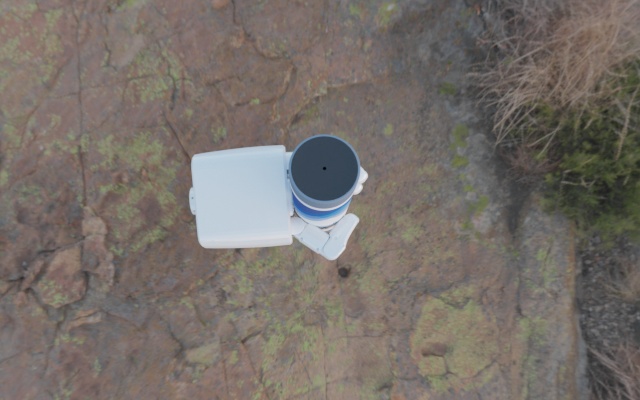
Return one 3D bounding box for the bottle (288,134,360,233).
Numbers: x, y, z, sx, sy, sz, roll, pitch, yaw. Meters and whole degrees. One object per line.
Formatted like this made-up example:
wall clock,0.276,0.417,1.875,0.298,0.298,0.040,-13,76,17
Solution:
bottle,0.000,0.002,0.581,0.069,0.069,0.296,0,-12,-1
